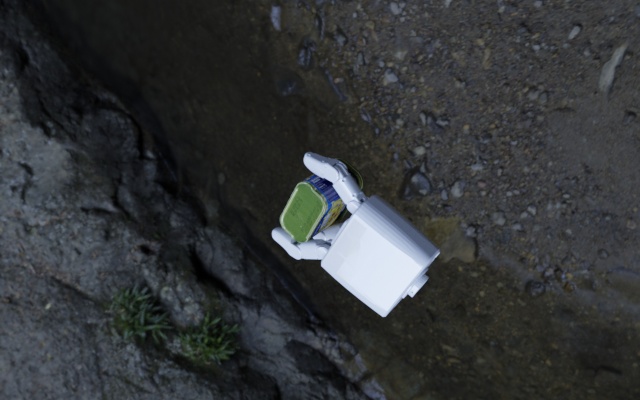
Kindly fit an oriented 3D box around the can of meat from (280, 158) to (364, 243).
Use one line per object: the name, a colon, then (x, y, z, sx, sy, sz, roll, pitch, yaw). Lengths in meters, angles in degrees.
can of meat: (0.000, 0.002, 0.647, 0.084, 0.057, 0.102, -33, -20, -44)
